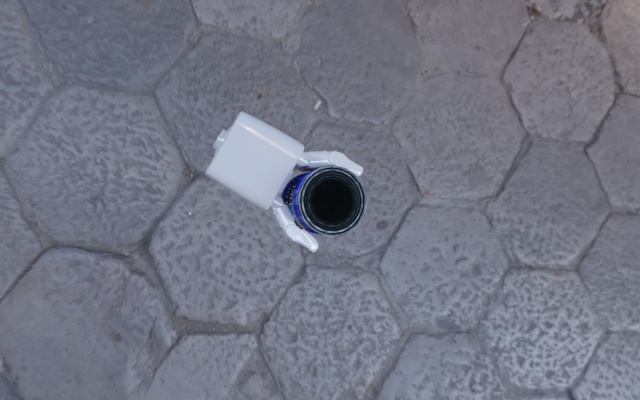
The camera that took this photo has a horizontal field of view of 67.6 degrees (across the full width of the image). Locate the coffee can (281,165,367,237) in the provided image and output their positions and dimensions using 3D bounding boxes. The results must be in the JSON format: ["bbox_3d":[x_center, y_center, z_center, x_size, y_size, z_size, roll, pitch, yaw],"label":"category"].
[{"bbox_3d":[0.000,0.003,0.743,0.103,0.103,0.140,0,-1,-15],"label":"coffee can"}]
